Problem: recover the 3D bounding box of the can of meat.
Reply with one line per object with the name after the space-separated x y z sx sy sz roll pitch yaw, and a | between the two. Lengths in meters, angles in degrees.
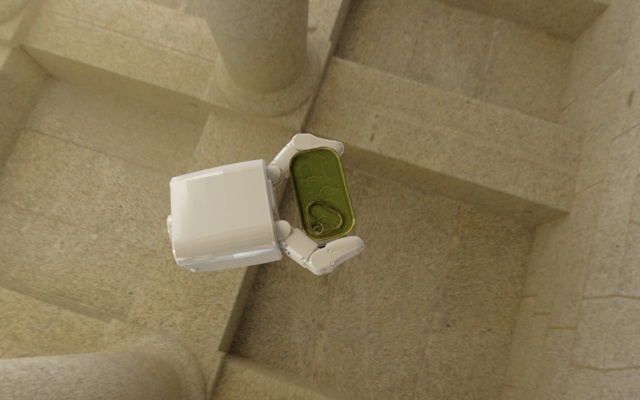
0.000 0.002 0.545 0.057 0.102 0.084 -13 -14 -5 | can of meat
